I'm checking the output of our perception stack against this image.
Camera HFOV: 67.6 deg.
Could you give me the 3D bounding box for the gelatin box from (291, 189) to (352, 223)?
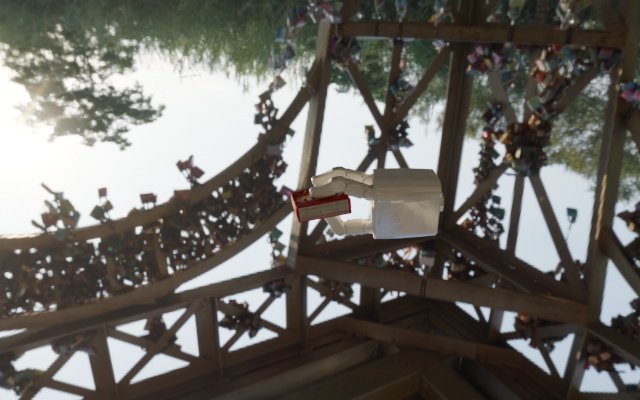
[{"bbox_3d":[0.000,0.003,0.785,0.089,0.030,0.073,-11,23,-7],"label":"gelatin box"}]
